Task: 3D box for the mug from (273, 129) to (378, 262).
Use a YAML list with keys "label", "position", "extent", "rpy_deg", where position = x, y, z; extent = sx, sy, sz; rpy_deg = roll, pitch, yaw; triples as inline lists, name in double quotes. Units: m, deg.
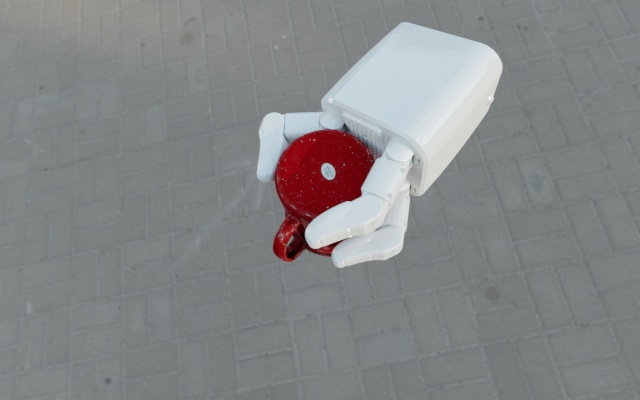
- label: "mug"
  position: [-0.001, 0.002, 0.405]
  extent: [0.093, 0.117, 0.081]
  rpy_deg: [37, -13, 20]
